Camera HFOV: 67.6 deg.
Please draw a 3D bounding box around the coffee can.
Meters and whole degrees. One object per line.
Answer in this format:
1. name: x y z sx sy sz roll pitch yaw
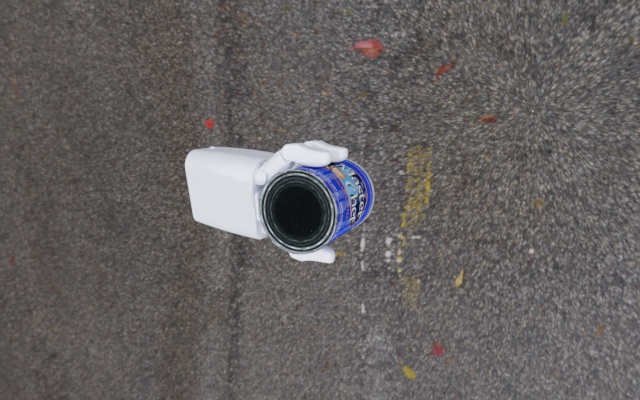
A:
1. coffee can: 0.000 0.002 0.616 0.103 0.103 0.140 0 10 24
